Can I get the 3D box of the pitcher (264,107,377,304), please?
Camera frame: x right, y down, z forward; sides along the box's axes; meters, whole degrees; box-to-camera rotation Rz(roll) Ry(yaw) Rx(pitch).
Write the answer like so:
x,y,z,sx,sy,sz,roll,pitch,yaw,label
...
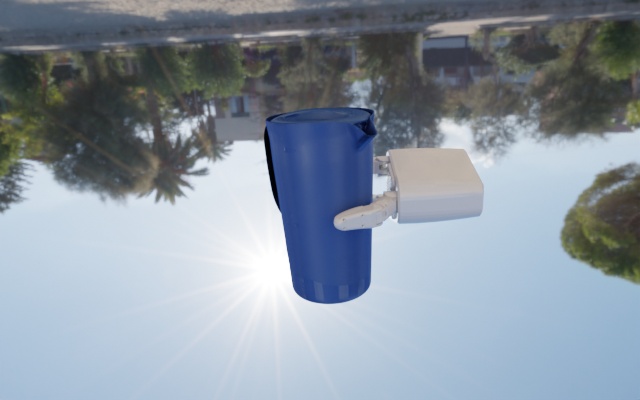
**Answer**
x,y,z,sx,sy,sz,roll,pitch,yaw,label
0.000,0.002,0.622,0.145,0.243,0.149,-4,18,0,pitcher
